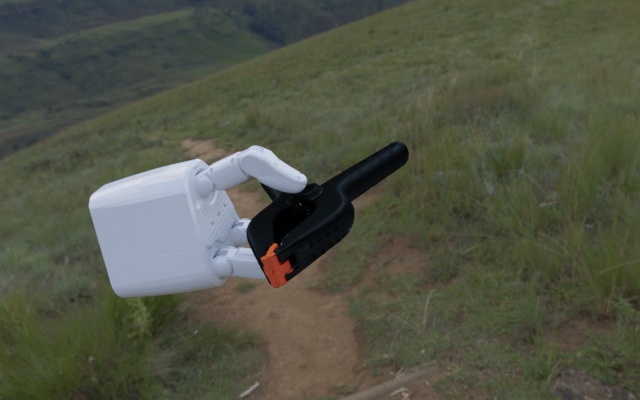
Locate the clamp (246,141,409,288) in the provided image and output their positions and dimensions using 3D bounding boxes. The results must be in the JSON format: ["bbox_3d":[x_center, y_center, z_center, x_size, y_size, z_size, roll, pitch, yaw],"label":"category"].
[{"bbox_3d":[0.000,0.001,0.429,0.164,0.036,0.210,-14,23,15],"label":"clamp"}]
